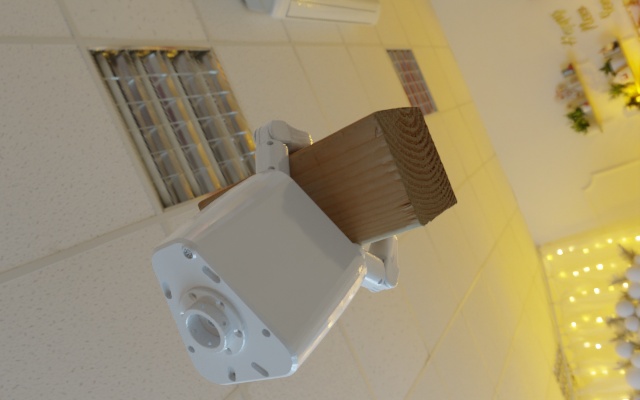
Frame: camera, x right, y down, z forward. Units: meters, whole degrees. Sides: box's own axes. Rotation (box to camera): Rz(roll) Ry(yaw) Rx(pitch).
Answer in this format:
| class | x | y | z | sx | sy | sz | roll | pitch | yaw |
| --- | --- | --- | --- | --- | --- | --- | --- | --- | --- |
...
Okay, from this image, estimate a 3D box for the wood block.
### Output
| class | x | y | z | sx | sy | sz | roll | pitch | yaw |
| --- | --- | --- | --- | --- | --- | --- | --- | --- | --- |
| wood block | 0.000 | 0.001 | 0.428 | 0.206 | 0.091 | 0.090 | -22 | -1 | 35 |
